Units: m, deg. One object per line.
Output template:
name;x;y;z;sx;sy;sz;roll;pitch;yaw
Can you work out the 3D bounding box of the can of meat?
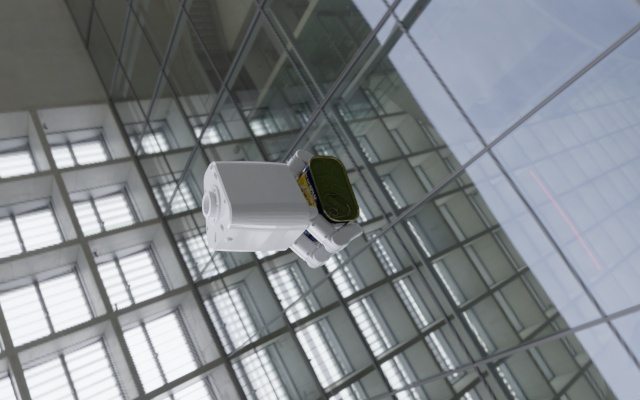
can of meat;0.000;0.002;0.669;0.057;0.102;0.084;-2;-28;-33
